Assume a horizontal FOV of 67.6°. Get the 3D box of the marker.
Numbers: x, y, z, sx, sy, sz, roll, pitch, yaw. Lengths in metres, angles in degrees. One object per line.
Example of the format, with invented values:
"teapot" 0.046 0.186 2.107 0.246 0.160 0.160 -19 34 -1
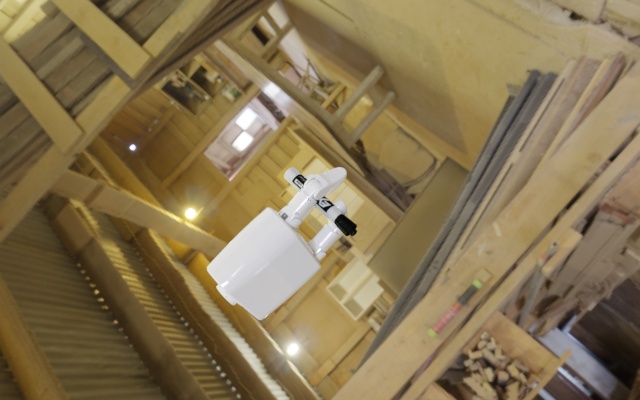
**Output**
"marker" 0.000 0.002 0.586 0.121 0.020 0.020 43 21 25
